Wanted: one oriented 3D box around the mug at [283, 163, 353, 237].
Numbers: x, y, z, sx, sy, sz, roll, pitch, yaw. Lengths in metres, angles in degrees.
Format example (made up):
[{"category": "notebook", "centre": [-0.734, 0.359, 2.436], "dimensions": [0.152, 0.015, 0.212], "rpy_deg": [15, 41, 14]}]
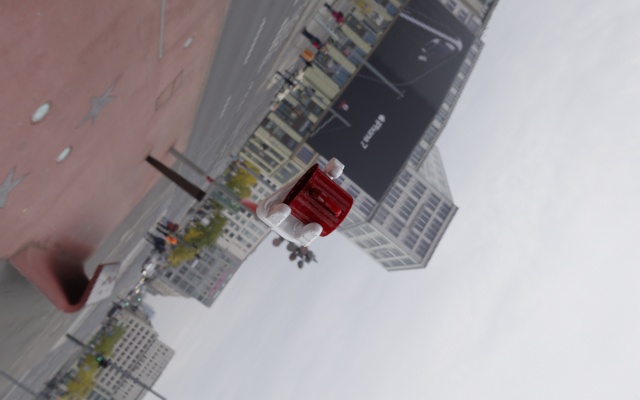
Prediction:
[{"category": "mug", "centre": [0.001, 0.002, 0.734], "dimensions": [0.081, 0.093, 0.117], "rpy_deg": [39, -11, -11]}]
